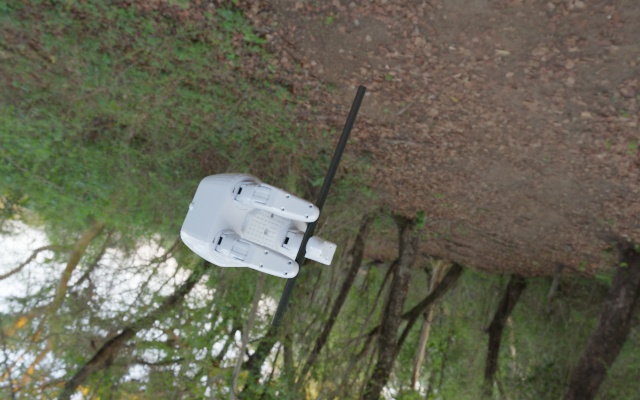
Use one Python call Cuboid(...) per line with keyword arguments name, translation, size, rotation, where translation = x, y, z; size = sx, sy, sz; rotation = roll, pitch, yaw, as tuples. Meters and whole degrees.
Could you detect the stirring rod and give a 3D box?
Cuboid(name="stirring rod", translation=(0.000, 0.001, 0.448), size=(0.011, 0.239, 0.011), rotation=(20, -8, 3))
